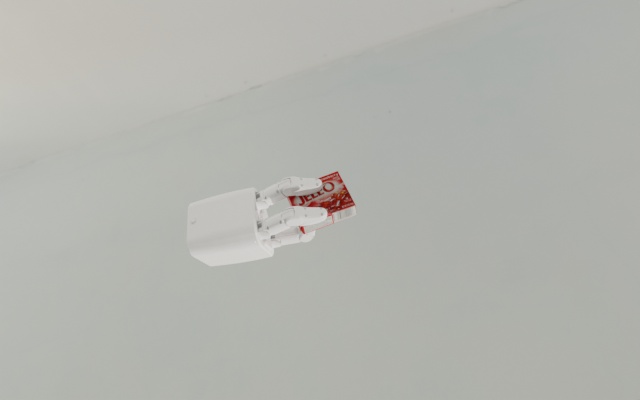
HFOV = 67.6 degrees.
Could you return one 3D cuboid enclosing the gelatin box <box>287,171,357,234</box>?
[{"bbox_3d":[0.000,0.003,0.722,0.089,0.073,0.030,-20,-37,-7],"label":"gelatin box"}]
